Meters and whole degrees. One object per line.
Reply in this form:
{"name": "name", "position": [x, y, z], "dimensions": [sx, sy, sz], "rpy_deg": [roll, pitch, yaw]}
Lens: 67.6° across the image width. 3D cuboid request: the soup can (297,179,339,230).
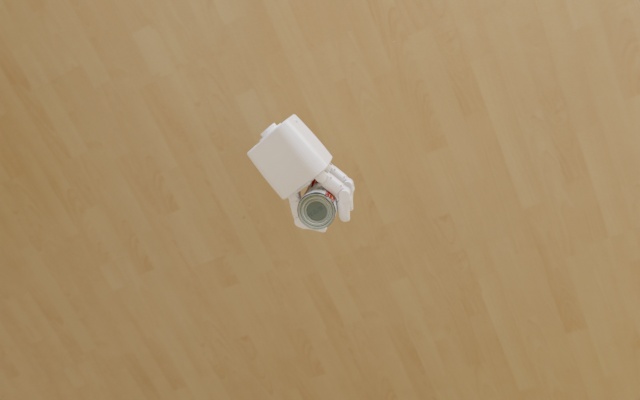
{"name": "soup can", "position": [0.000, 0.003, 0.851], "dimensions": [0.068, 0.068, 0.102], "rpy_deg": [0, 18, 9]}
